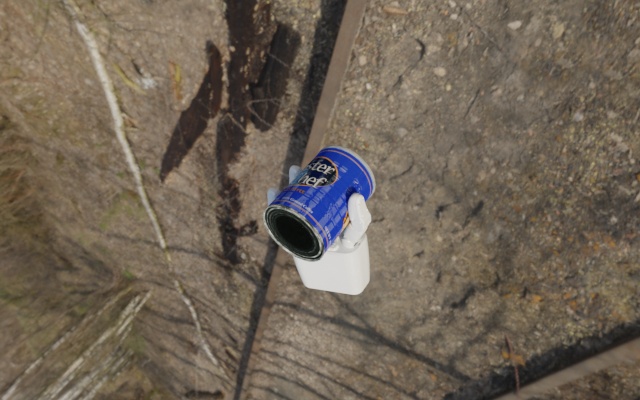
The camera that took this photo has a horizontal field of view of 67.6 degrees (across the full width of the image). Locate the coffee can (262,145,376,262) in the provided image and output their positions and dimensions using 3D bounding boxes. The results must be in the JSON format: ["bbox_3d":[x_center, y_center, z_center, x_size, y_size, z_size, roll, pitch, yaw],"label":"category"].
[{"bbox_3d":[0.000,0.002,0.681,0.103,0.103,0.140,0,39,45],"label":"coffee can"}]
